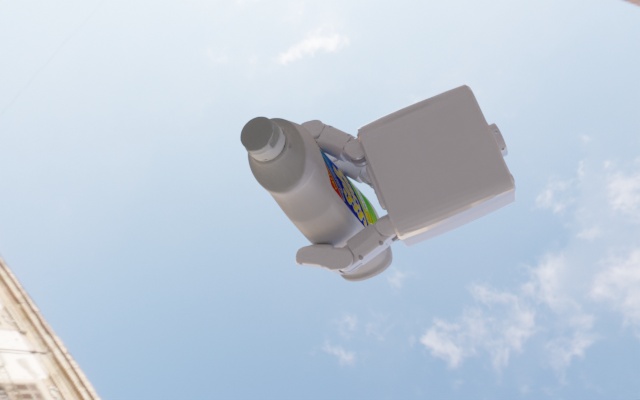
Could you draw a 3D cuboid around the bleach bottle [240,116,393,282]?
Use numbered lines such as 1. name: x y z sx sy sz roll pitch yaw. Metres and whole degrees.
1. bleach bottle: 0.000 0.001 0.457 0.068 0.102 0.251 -24 -28 12
